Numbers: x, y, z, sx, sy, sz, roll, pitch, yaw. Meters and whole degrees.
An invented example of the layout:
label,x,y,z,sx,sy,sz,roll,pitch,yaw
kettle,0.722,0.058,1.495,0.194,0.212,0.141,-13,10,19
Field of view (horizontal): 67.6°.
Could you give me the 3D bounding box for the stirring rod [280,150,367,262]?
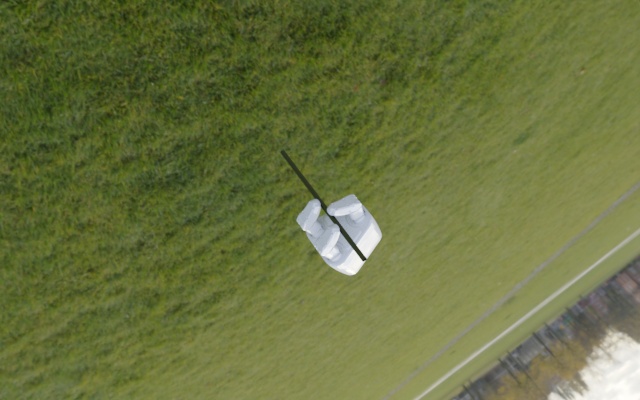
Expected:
label,x,y,z,sx,sy,sz,roll,pitch,yaw
stirring rod,0.000,0.002,0.758,0.011,0.239,0.011,-29,-28,-17
